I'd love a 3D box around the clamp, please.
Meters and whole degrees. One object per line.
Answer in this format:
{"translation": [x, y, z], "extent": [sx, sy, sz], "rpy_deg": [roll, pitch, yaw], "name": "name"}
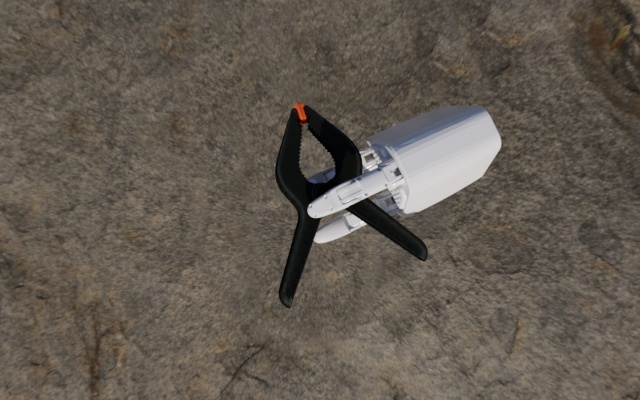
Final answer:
{"translation": [0.000, 0.001, 0.508], "extent": [0.164, 0.210, 0.036], "rpy_deg": [-25, -3, -6], "name": "clamp"}
